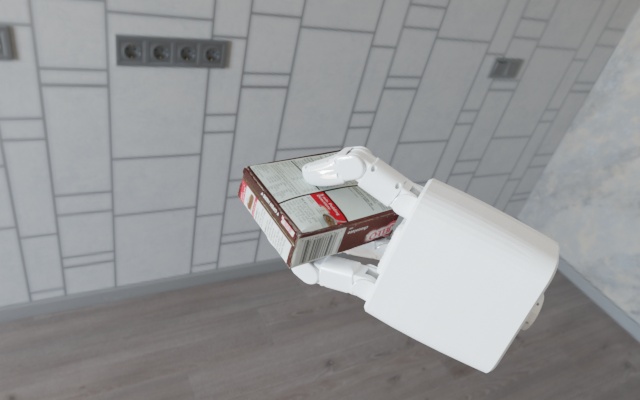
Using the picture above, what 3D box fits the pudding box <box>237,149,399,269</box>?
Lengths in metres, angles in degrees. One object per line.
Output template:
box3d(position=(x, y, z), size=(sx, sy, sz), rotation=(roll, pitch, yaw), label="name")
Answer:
box3d(position=(0.000, 0.001, 0.410), size=(0.113, 0.039, 0.090), rotation=(-12, 47, -37), label="pudding box")
